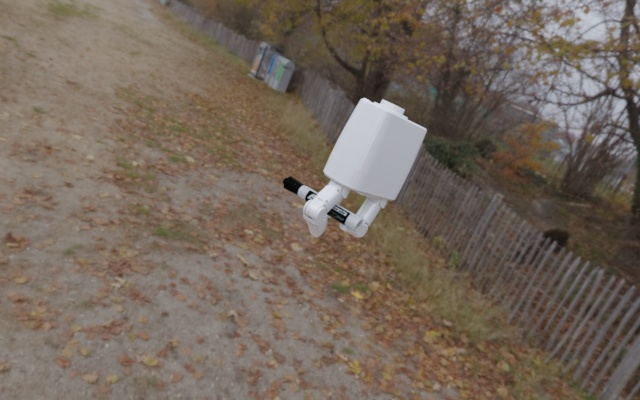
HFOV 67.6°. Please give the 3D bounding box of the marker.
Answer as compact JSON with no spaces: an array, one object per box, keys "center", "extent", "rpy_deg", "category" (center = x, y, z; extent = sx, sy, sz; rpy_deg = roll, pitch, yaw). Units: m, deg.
[{"center":[0.000,0.002,0.610],"extent":[0.121,0.020,0.020],"rpy_deg":[31,14,24],"category":"marker"}]
